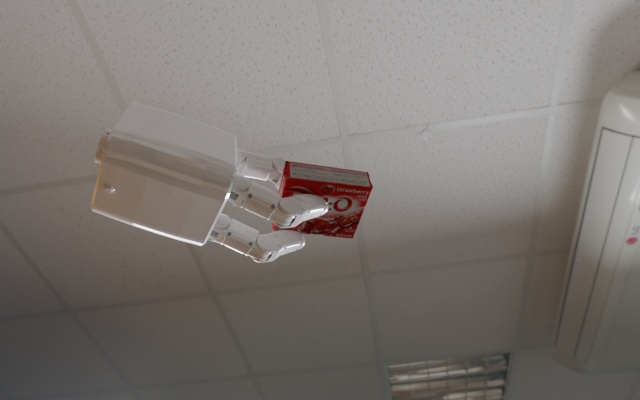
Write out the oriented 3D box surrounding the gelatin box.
[{"bbox_3d":[0.000,0.001,0.490,0.089,0.073,0.030,6,40,-13],"label":"gelatin box"}]
